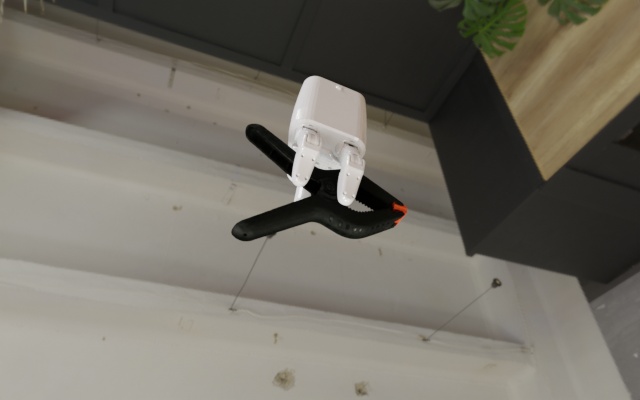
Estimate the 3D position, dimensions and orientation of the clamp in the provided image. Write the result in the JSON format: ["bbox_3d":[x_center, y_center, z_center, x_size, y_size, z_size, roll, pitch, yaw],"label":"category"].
[{"bbox_3d":[0.000,0.002,0.543,0.210,0.164,0.036,19,-43,-12],"label":"clamp"}]
